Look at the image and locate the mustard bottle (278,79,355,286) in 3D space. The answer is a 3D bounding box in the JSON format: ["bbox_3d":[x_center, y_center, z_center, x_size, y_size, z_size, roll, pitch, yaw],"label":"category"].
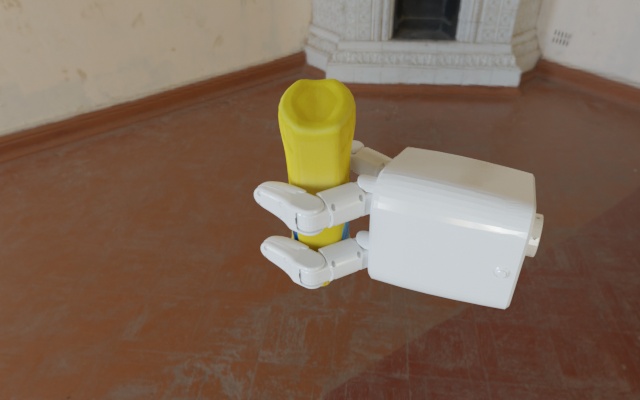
[{"bbox_3d":[0.000,0.001,0.411,0.058,0.192,0.096,-2,37,0],"label":"mustard bottle"}]
